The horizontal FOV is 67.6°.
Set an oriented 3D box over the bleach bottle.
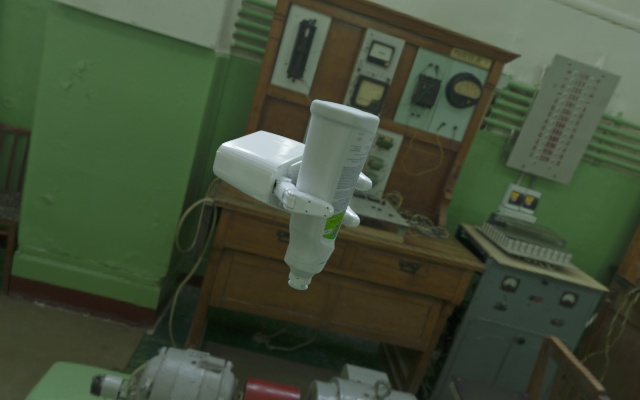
[{"bbox_3d":[0.000,0.002,0.624,0.068,0.251,0.102,25,16,26],"label":"bleach bottle"}]
